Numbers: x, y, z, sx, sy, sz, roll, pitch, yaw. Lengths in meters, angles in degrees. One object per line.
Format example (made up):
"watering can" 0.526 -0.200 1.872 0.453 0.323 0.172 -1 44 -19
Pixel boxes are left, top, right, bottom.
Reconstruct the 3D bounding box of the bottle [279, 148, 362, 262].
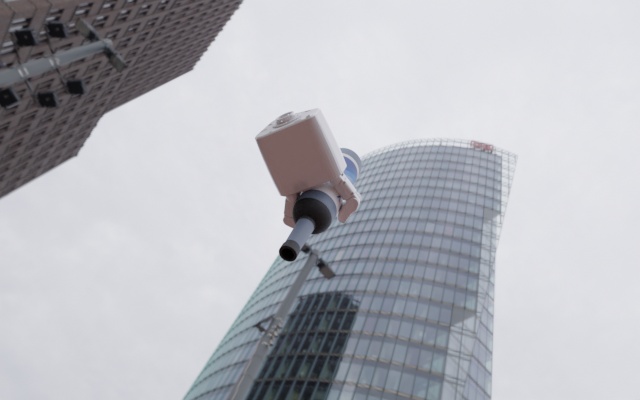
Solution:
"bottle" 0.000 0.003 0.783 0.069 0.069 0.295 0 29 21
